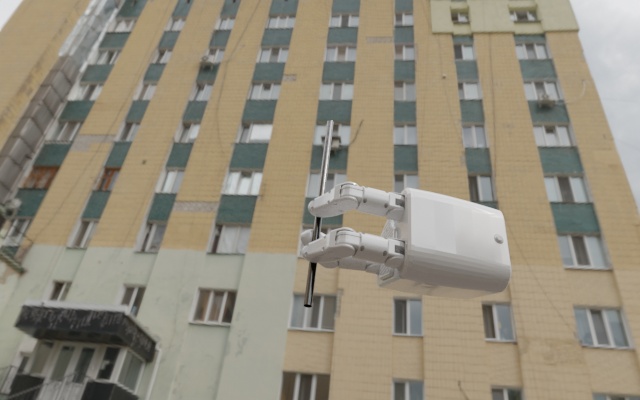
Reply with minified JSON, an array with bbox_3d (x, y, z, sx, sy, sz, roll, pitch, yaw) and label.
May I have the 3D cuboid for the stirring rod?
[{"bbox_3d":[0.000,0.002,0.518,0.011,0.239,0.011,5,-35,3],"label":"stirring rod"}]
